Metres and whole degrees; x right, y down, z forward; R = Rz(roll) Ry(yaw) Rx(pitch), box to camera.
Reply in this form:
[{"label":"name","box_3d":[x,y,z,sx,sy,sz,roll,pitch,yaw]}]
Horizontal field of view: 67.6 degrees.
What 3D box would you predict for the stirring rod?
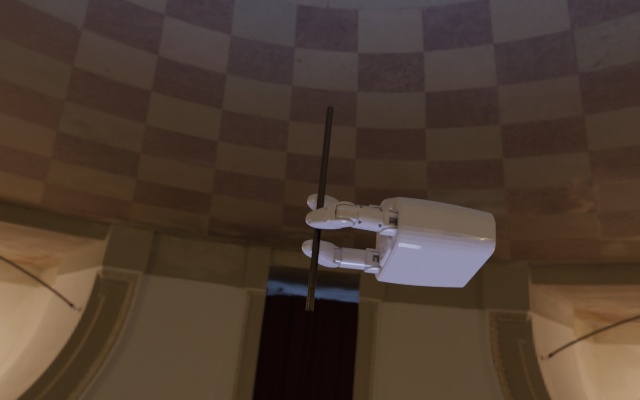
[{"label":"stirring rod","box_3d":[0.000,0.002,0.534,0.011,0.239,0.011,5,-19,2]}]
